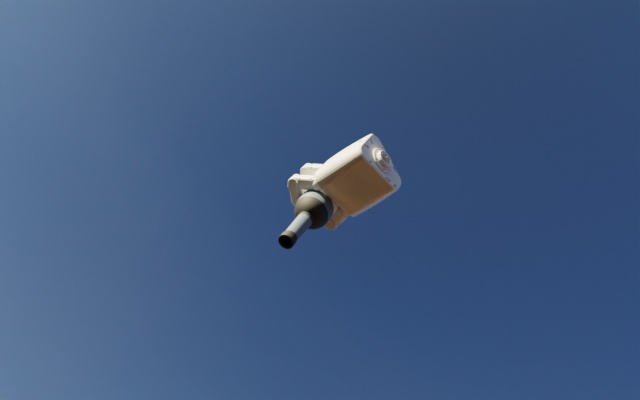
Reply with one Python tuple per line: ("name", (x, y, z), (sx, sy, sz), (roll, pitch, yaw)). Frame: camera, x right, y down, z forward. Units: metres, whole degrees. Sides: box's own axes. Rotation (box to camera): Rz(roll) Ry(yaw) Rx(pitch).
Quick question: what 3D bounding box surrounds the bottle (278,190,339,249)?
("bottle", (0.000, 0.003, 0.883), (0.069, 0.069, 0.295), (0, 26, 25))
